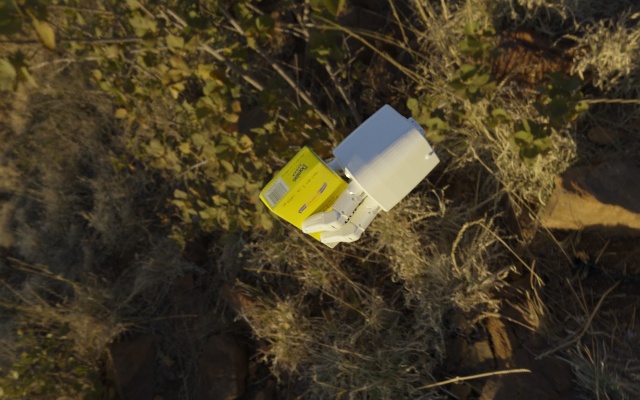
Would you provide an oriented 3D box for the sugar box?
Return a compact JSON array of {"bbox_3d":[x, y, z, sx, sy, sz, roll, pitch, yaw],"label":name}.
[{"bbox_3d":[0.000,0.002,0.685,0.048,0.093,0.176,50,8,37],"label":"sugar box"}]
